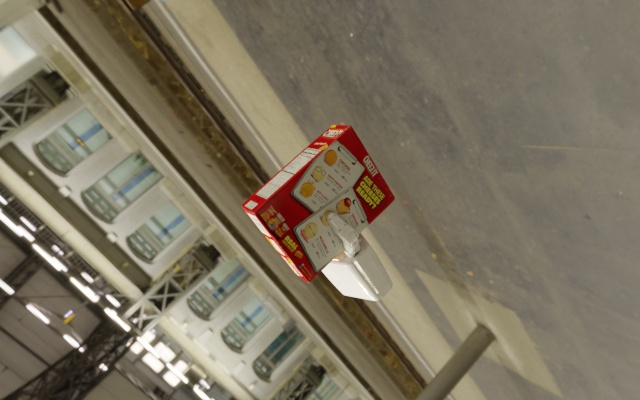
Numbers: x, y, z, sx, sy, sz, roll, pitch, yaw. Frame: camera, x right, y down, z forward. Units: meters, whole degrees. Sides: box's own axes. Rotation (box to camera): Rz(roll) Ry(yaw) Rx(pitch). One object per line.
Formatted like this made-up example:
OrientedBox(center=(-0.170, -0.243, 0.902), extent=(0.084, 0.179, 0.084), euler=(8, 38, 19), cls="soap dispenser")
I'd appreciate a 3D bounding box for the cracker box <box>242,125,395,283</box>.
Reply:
OrientedBox(center=(0.000, 0.003, 0.797), extent=(0.213, 0.164, 0.072), euler=(-43, 29, -15), cls="cracker box")
